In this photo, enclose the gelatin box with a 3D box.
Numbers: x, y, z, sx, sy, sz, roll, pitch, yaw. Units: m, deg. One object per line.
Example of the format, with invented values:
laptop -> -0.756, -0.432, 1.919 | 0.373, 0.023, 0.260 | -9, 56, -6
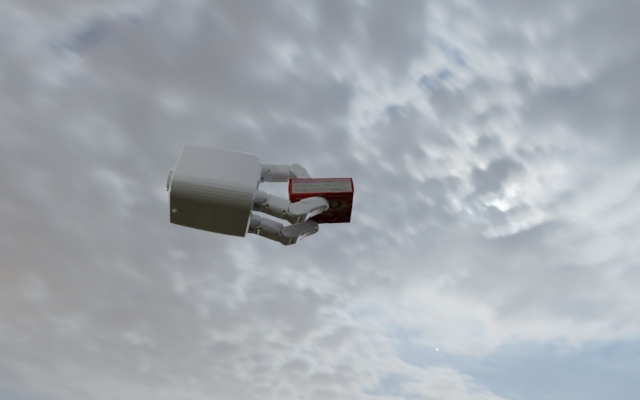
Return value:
gelatin box -> 0.000, 0.002, 0.669 | 0.089, 0.030, 0.073 | -2, -37, -3
